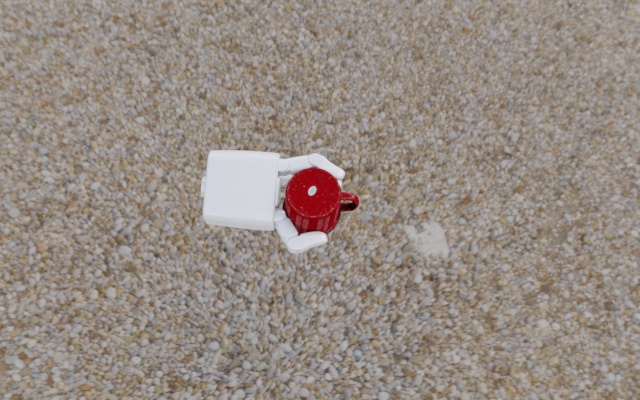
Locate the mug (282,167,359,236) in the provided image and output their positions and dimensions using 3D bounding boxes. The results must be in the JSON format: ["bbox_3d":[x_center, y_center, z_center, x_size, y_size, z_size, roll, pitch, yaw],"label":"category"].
[{"bbox_3d":[0.002,0.002,0.719,0.117,0.093,0.081,3,-20,-2],"label":"mug"}]
